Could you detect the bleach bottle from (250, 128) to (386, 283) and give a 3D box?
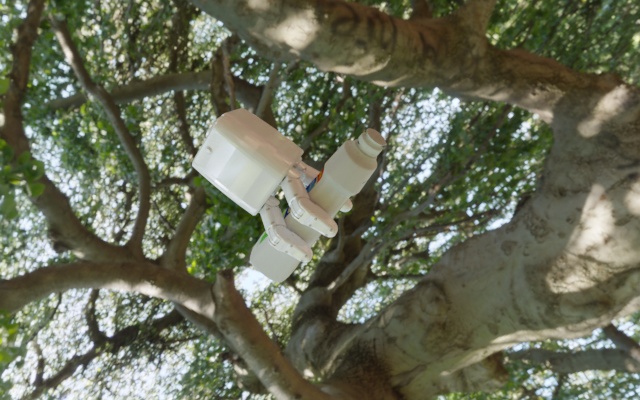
[{"bbox_3d":[0.000,0.002,0.632,0.068,0.251,0.102,38,33,-4],"label":"bleach bottle"}]
